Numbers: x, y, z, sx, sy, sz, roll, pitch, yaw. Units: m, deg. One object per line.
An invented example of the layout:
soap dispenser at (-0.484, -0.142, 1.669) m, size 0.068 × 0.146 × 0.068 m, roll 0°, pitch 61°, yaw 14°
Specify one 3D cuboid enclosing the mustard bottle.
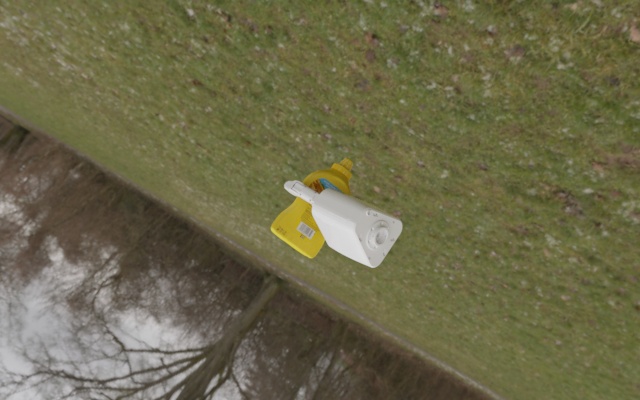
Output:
mustard bottle at (0.000, 0.003, 0.876) m, size 0.096 × 0.191 × 0.058 m, roll 38°, pitch -9°, yaw -17°
